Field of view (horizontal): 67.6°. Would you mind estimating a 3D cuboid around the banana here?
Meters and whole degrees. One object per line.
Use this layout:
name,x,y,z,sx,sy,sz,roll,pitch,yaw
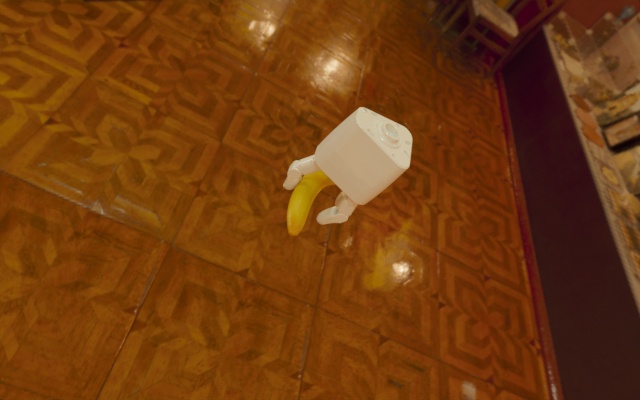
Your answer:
banana,-0.009,-0.014,0.811,0.037,0.069,0.197,-32,6,41
